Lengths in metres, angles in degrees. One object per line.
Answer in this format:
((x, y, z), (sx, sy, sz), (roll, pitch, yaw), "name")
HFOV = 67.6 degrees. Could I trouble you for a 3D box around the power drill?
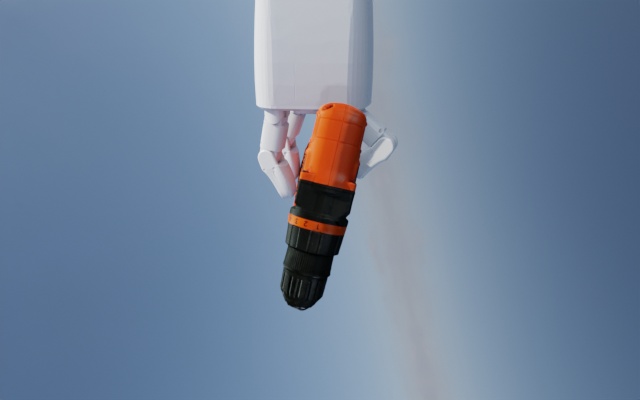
((0.000, 0.001, 0.488), (0.057, 0.184, 0.187), (15, 4, -4), "power drill")
